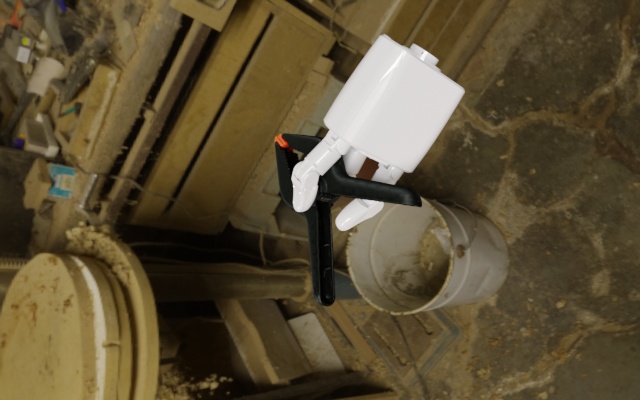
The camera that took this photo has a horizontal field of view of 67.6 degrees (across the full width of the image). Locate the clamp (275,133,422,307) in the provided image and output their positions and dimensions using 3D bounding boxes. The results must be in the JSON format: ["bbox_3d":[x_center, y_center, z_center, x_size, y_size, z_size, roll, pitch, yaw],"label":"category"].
[{"bbox_3d":[-0.001,0.001,0.543,0.036,0.164,0.210,11,29,-48],"label":"clamp"}]
